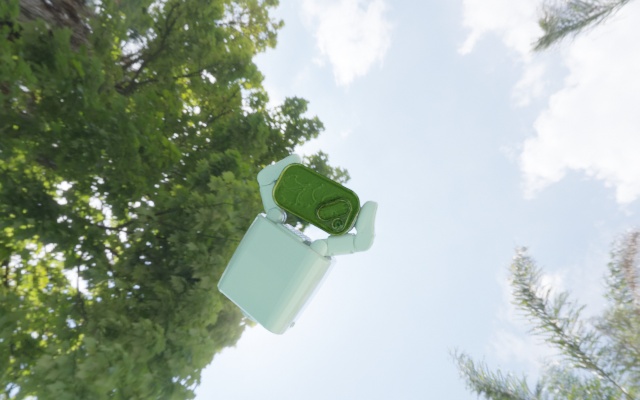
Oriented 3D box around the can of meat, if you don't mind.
[{"bbox_3d":[0.000,0.002,0.588,0.102,0.057,0.084,28,-1,10],"label":"can of meat"}]
